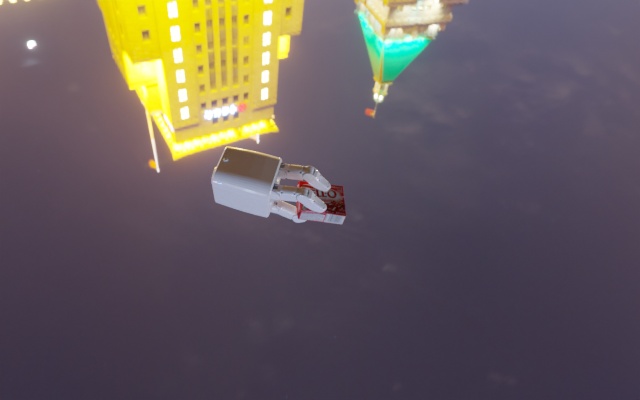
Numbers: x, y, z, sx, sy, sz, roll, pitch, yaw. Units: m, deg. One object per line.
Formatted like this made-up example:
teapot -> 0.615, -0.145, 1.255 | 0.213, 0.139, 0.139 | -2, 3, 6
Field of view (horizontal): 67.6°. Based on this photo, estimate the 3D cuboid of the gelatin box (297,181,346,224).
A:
gelatin box -> 0.000, 0.003, 0.889 | 0.089, 0.073, 0.030 | 8, -41, -14
